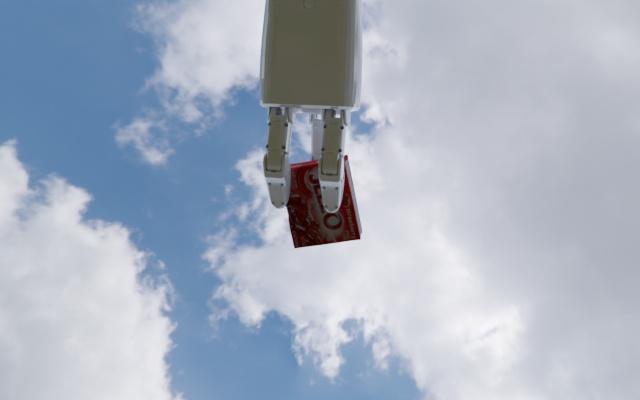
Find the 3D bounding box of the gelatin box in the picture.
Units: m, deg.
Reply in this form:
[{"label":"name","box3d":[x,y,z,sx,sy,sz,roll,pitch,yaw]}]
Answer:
[{"label":"gelatin box","box3d":[0.000,0.002,0.503,0.073,0.089,0.030,-9,14,12]}]
